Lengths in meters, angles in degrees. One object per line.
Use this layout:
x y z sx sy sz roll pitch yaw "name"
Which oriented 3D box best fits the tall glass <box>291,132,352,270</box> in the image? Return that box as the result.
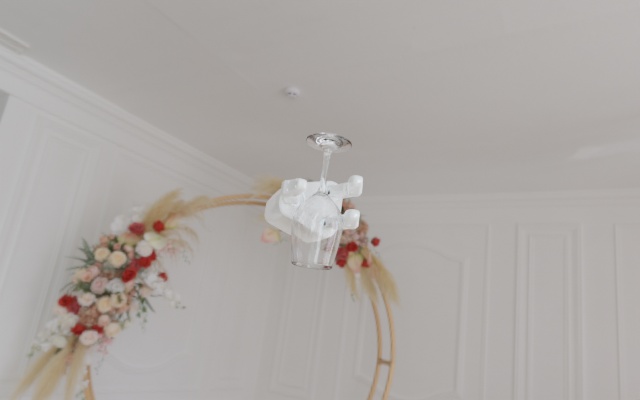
0.000 0.002 0.736 0.079 0.201 0.079 7 -16 2 "tall glass"
